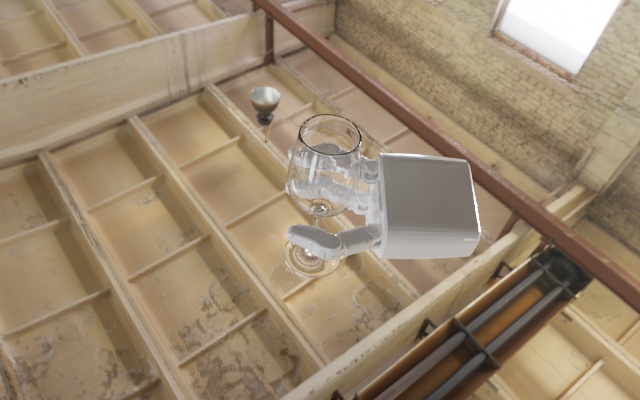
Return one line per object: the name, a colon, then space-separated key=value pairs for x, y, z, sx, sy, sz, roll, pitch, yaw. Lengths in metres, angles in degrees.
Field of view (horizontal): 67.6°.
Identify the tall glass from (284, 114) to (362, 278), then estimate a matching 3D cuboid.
tall glass: x=0.000 y=0.002 z=0.533 sx=0.079 sy=0.079 sz=0.201 roll=0 pitch=-41 yaw=-7
